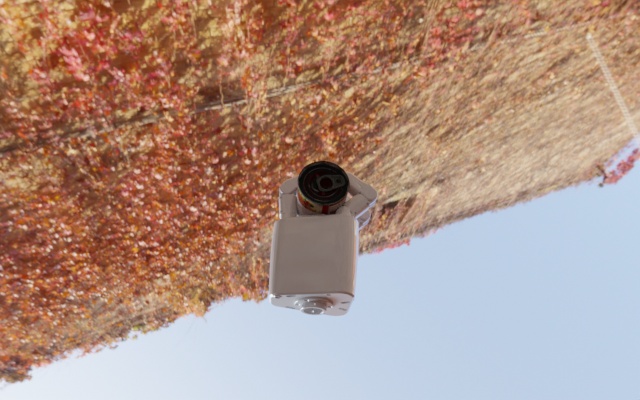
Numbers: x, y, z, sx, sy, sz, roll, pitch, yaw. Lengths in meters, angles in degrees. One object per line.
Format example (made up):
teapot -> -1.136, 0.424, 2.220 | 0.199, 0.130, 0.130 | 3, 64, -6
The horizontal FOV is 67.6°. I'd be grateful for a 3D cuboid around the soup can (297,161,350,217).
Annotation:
soup can -> 0.000, 0.002, 0.659 | 0.068, 0.068, 0.102 | 0, -31, -6
